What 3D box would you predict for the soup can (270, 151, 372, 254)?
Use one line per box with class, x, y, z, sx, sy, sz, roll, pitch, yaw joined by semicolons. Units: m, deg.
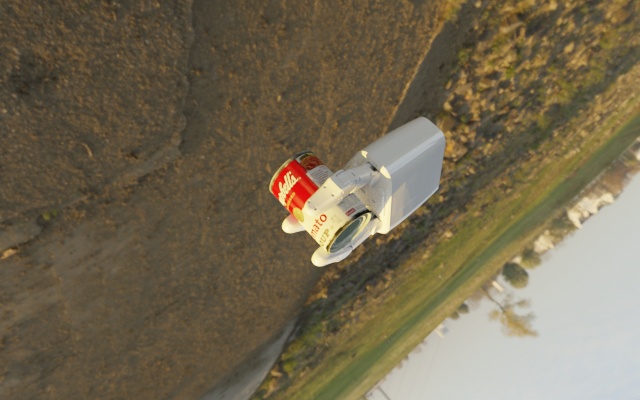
soup can;0.000;0.002;0.543;0.102;0.068;0.068;46;19;19
